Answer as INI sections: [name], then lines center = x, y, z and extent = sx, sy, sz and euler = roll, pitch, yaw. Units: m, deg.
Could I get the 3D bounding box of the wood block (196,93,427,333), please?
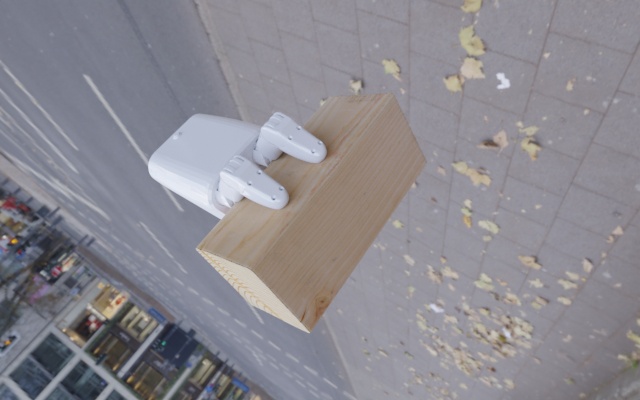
[wood block]
center = 0.000, 0.002, 0.443
extent = 0.090, 0.206, 0.091
euler = 10, -36, 47
